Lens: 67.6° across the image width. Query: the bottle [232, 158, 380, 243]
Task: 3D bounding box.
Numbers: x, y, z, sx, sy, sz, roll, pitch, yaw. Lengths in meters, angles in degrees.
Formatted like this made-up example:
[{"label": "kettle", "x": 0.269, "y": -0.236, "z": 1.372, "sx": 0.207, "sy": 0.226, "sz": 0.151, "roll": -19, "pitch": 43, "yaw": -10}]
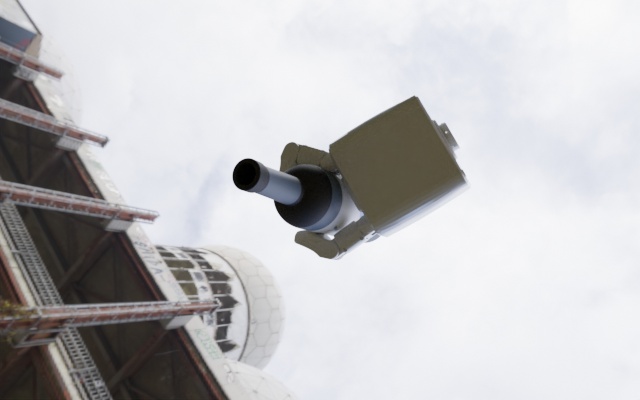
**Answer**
[{"label": "bottle", "x": 0.000, "y": 0.002, "z": 0.519, "sx": 0.069, "sy": 0.069, "sz": 0.296, "roll": 0, "pitch": -9, "yaw": 25}]
